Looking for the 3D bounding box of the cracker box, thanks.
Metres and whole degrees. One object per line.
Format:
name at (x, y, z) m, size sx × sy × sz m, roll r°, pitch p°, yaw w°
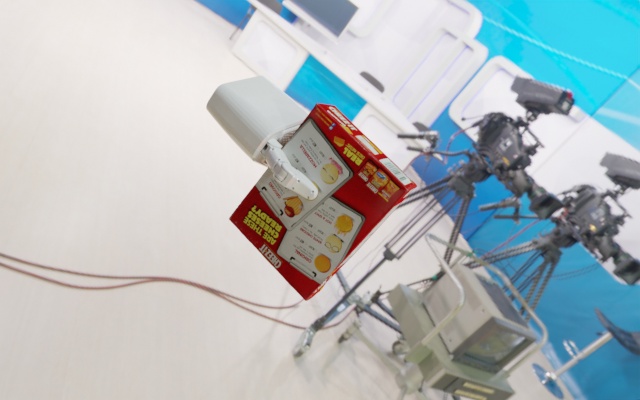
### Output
cracker box at (0.000, 0.002, 0.653) m, size 0.164 × 0.214 × 0.072 m, roll 45°, pitch 23°, yaw 12°
